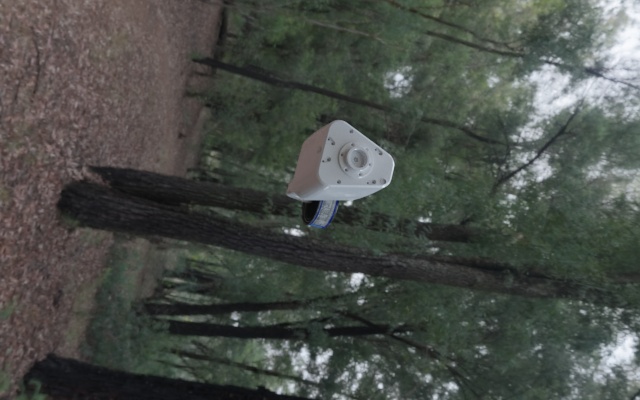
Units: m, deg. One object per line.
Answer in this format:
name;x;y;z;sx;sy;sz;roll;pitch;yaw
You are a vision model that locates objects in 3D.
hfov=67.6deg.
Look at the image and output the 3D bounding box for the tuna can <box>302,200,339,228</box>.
tuna can;0.001;0.003;0.798;0.034;0.086;0.086;15;-5;-19
